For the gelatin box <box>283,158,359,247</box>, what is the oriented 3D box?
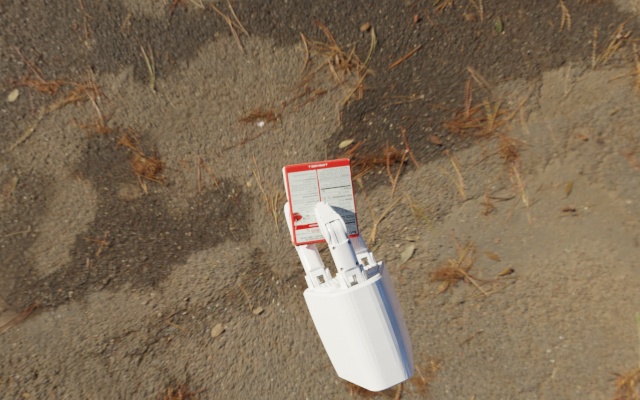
[{"bbox_3d":[0.000,0.001,0.529,0.073,0.089,0.030,-8,3,-8],"label":"gelatin box"}]
